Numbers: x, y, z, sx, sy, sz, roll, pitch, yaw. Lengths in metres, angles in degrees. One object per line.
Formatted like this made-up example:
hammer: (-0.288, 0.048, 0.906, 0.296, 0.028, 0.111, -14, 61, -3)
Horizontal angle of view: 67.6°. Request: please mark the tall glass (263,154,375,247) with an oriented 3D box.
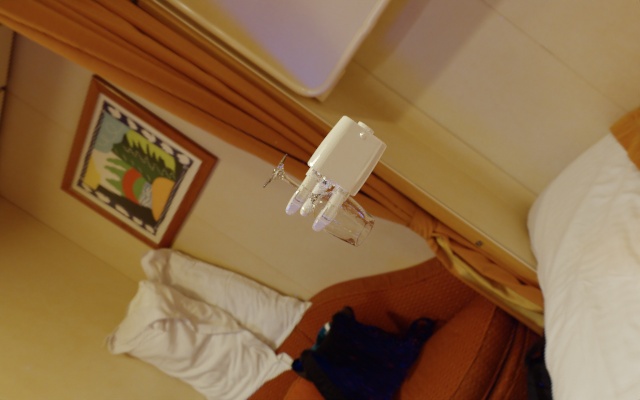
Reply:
tall glass: (-0.001, 0.003, 0.861, 0.201, 0.079, 0.079, 35, -4, -5)
